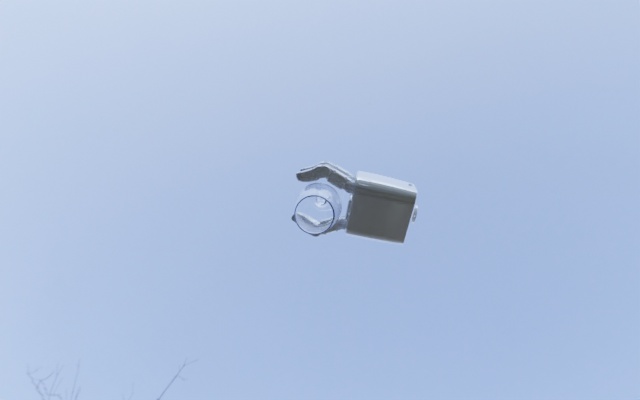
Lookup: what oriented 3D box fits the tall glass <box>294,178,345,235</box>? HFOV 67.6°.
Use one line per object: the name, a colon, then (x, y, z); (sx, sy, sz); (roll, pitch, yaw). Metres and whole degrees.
tall glass: (0.000, 0.003, 0.819); (0.079, 0.079, 0.201); (0, 11, 6)
